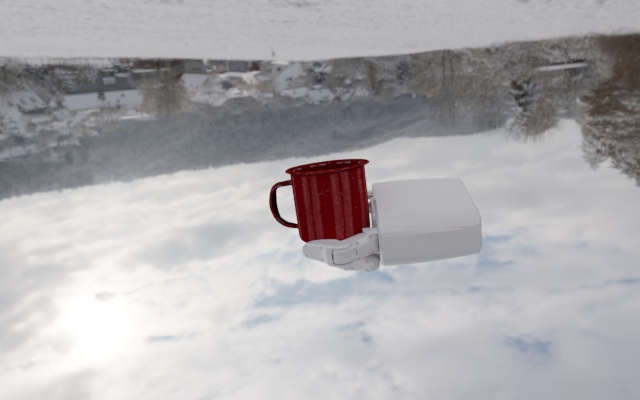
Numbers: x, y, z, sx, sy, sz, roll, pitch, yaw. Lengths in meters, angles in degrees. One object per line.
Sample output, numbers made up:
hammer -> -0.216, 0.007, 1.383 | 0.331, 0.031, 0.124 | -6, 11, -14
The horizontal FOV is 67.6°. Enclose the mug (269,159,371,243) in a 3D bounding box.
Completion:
mug -> -0.001, 0.002, 0.533 | 0.117, 0.081, 0.093 | -6, 11, 7
